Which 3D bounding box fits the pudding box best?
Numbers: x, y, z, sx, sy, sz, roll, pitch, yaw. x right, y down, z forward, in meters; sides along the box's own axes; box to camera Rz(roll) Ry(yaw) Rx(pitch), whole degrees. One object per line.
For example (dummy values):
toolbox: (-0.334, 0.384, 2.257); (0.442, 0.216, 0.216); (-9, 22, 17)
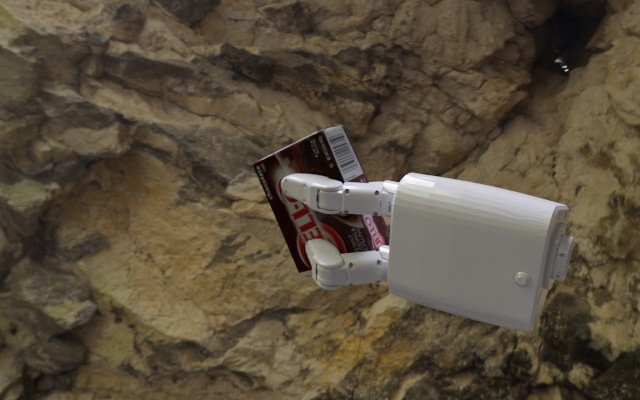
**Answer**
pudding box: (0.000, 0.001, 0.421); (0.090, 0.113, 0.039); (-20, 3, 39)
